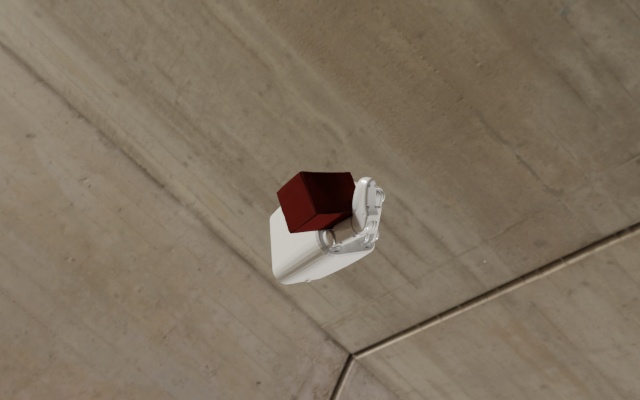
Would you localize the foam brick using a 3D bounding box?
[{"bbox_3d":[0.000,0.002,0.533,0.078,0.053,0.051,-2,-24,-43],"label":"foam brick"}]
